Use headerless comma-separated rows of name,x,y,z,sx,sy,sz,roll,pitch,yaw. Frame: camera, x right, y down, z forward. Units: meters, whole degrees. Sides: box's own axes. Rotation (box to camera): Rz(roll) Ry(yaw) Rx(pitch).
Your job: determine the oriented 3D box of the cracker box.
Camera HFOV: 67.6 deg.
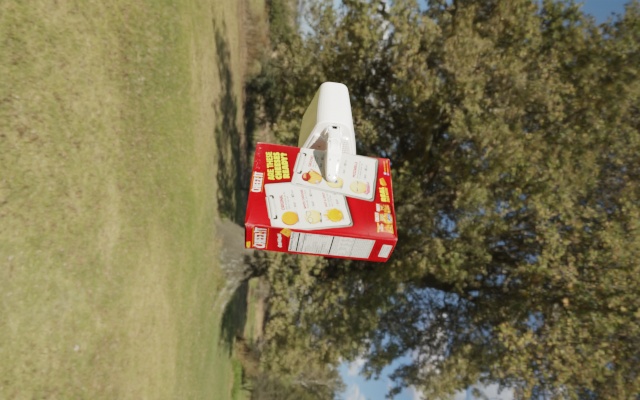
cracker box,0.000,0.002,0.726,0.214,0.164,0.072,6,-41,-5
